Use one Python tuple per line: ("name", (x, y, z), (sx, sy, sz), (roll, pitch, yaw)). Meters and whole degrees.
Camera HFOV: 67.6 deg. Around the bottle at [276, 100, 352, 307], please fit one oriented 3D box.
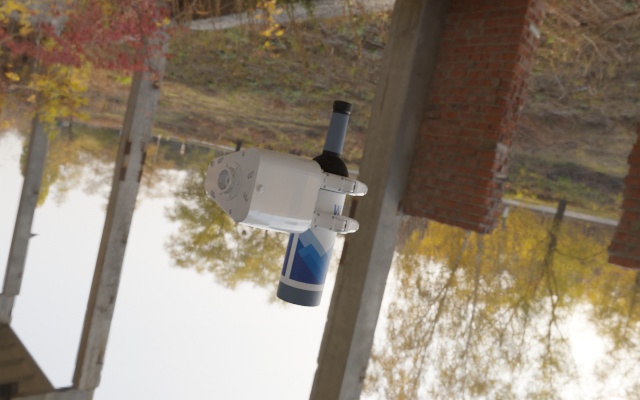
("bottle", (0.000, 0.003, 0.694), (0.069, 0.296, 0.069), (13, 2, 0))
